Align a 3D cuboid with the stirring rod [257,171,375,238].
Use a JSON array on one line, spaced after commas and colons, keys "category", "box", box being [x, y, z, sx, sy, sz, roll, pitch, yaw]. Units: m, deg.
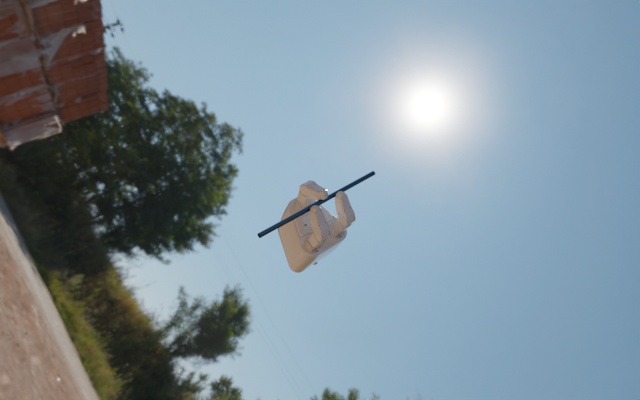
[{"category": "stirring rod", "box": [0.000, 0.003, 0.775, 0.239, 0.011, 0.011, -29, 15, -29]}]
